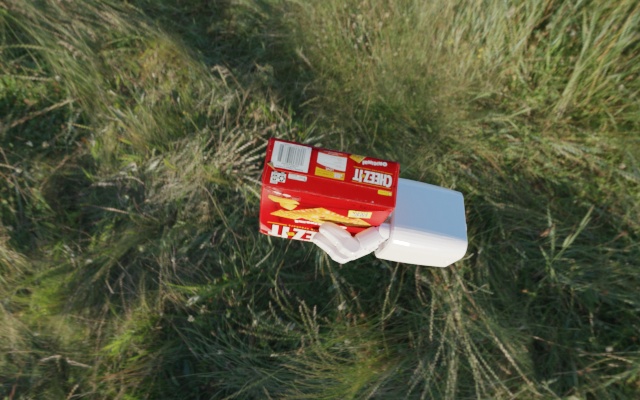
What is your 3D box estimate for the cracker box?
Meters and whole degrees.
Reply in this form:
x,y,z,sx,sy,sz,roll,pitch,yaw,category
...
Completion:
x,y,z,sx,sy,sz,roll,pitch,yaw,category
0.000,0.002,0.662,0.164,0.072,0.214,10,-20,-4,cracker box
